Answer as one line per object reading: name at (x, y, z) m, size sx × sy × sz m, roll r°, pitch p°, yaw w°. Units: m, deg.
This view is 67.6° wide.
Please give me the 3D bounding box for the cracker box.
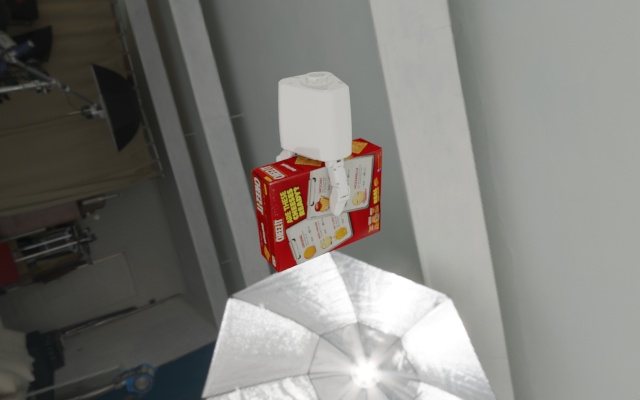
cracker box at (0.000, 0.003, 0.794) m, size 0.213 × 0.164 × 0.072 m, roll -19°, pitch 33°, yaw -28°
